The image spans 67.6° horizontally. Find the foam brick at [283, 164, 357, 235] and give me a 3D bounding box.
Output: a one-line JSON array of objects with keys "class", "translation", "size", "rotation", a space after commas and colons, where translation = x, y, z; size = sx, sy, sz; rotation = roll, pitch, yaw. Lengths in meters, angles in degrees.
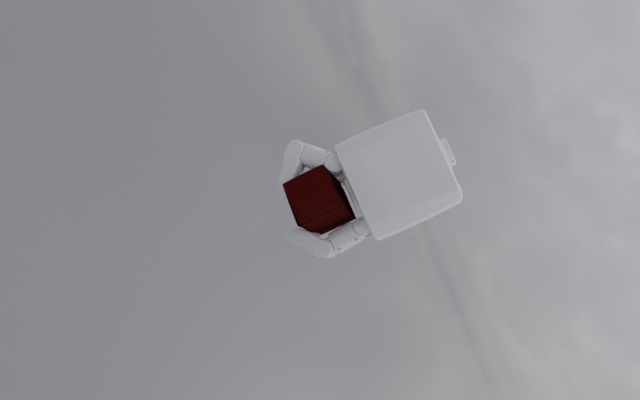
[{"class": "foam brick", "translation": [0.000, 0.002, 0.533], "size": [0.051, 0.053, 0.078], "rotation": [-25, -17, 10]}]
